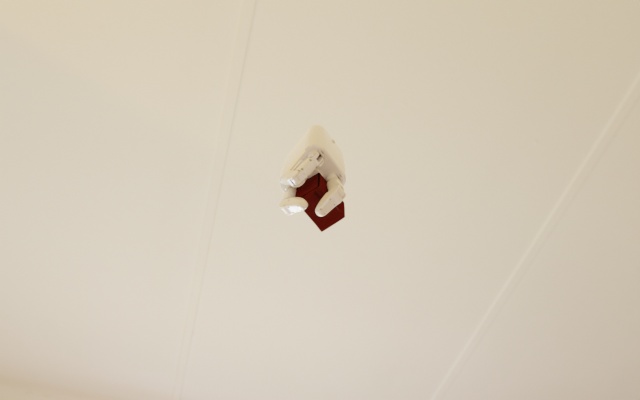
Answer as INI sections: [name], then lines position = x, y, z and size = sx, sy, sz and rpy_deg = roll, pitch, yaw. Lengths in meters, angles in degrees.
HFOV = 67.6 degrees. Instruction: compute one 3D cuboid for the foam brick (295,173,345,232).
[foam brick]
position = 0.000, 0.003, 0.826
size = 0.053, 0.078, 0.051
rpy_deg = -31, 25, 17
